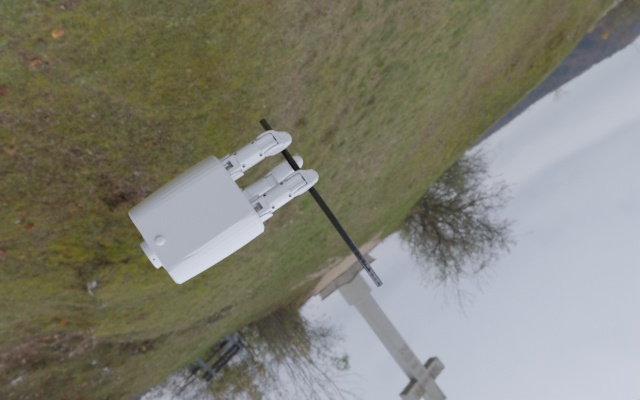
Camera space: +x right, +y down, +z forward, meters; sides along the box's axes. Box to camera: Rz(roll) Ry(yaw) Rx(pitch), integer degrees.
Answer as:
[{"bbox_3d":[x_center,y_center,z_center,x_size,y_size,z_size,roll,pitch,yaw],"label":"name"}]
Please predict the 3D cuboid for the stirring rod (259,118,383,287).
[{"bbox_3d":[0.000,0.002,0.565,0.011,0.239,0.011,-36,-3,-2],"label":"stirring rod"}]
